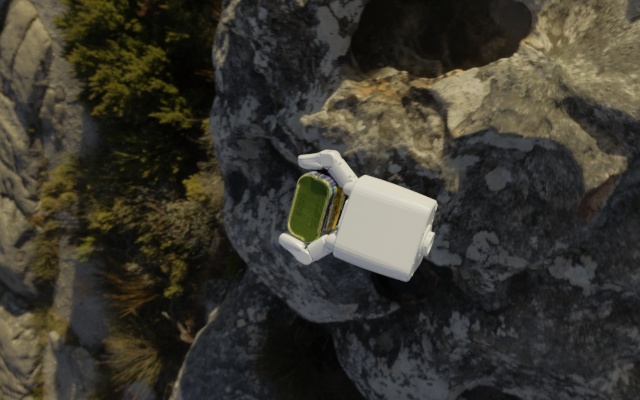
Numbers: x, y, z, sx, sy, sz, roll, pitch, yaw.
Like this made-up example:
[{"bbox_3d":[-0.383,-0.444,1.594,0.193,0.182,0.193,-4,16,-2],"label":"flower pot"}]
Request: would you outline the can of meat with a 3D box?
[{"bbox_3d":[0.000,0.002,0.684,0.057,0.102,0.084,23,23,18],"label":"can of meat"}]
